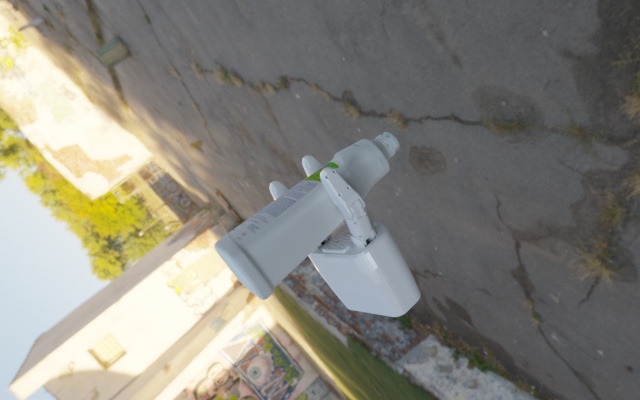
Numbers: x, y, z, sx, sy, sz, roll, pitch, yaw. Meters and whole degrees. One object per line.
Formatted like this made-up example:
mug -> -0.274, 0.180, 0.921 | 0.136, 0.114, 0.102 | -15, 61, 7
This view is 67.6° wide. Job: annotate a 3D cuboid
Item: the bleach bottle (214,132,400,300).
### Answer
bleach bottle -> 0.000, 0.002, 0.555 | 0.251, 0.068, 0.102 | -39, 22, -17
